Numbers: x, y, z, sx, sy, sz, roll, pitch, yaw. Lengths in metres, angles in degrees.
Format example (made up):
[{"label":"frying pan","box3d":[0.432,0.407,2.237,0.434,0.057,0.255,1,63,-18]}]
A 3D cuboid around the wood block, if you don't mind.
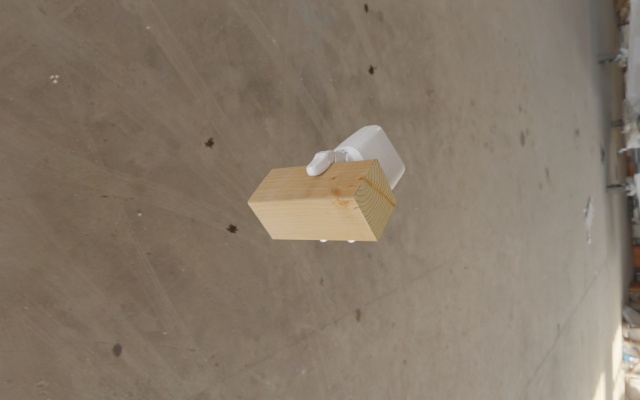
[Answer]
[{"label":"wood block","box3d":[0.000,0.002,0.756,0.206,0.091,0.090,-3,41,37]}]
